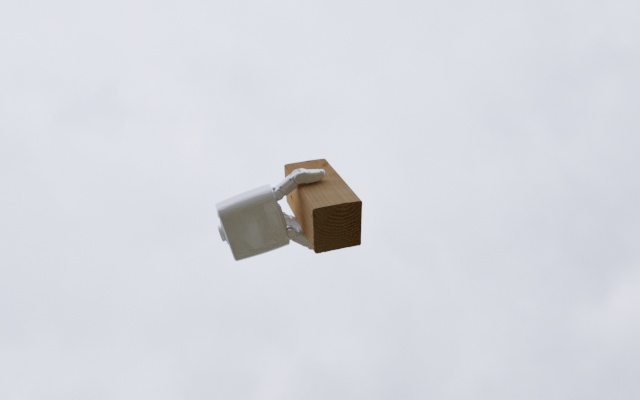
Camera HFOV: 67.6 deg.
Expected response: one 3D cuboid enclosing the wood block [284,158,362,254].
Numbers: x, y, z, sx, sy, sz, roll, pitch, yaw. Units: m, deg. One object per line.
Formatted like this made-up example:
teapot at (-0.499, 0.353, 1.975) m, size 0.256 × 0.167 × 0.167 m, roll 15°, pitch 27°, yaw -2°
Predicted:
wood block at (0.000, 0.003, 0.899) m, size 0.090 × 0.091 × 0.206 m, roll -9°, pitch 28°, yaw -15°
